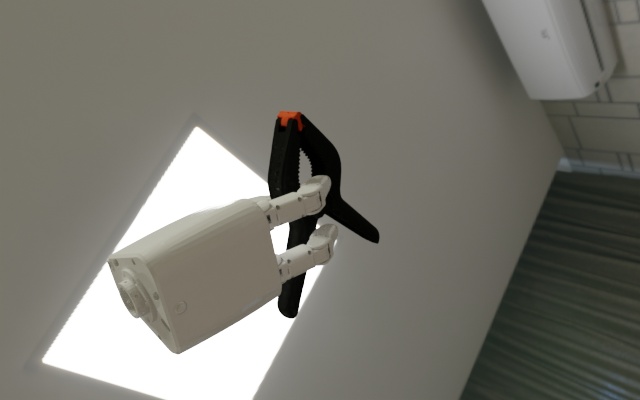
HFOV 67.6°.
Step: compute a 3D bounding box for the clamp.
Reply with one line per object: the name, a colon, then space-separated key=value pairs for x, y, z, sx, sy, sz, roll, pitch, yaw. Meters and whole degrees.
clamp: x=-0.001 y=0.001 z=0.516 sx=0.036 sy=0.210 sz=0.164 roll=12 pitch=30 yaw=42
